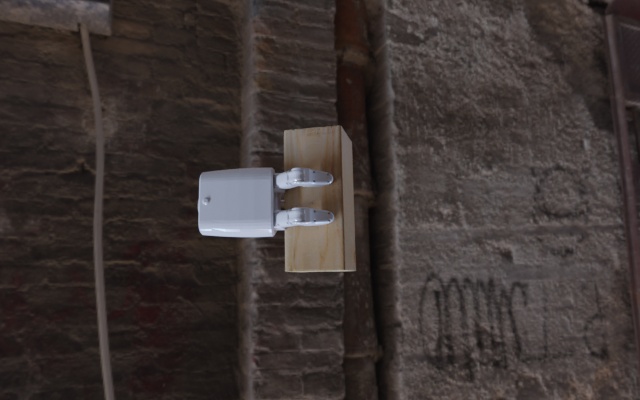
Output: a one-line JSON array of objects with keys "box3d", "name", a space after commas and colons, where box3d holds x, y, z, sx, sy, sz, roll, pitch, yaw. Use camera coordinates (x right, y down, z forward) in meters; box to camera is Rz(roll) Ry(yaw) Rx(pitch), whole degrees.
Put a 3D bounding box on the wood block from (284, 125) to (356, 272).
[{"box3d": [0.000, 0.003, 0.717, 0.090, 0.206, 0.091, -3, -9, 13], "name": "wood block"}]
